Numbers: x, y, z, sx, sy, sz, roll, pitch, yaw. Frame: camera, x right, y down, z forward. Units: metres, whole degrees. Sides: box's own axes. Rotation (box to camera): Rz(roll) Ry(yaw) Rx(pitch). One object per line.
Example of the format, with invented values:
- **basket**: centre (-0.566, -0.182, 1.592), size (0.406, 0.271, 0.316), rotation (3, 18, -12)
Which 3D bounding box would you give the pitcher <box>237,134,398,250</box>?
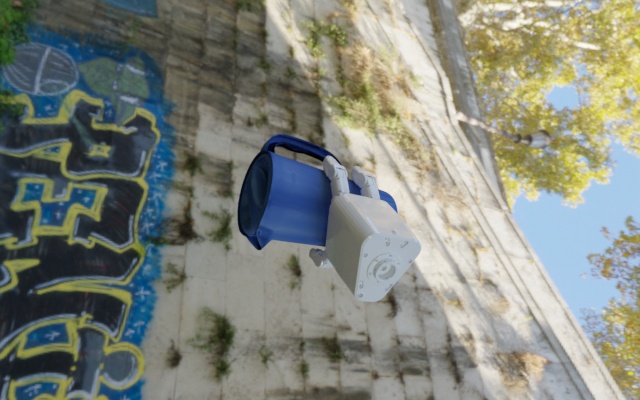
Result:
- **pitcher**: centre (0.000, 0.003, 0.766), size (0.243, 0.149, 0.145), rotation (13, 23, -27)
